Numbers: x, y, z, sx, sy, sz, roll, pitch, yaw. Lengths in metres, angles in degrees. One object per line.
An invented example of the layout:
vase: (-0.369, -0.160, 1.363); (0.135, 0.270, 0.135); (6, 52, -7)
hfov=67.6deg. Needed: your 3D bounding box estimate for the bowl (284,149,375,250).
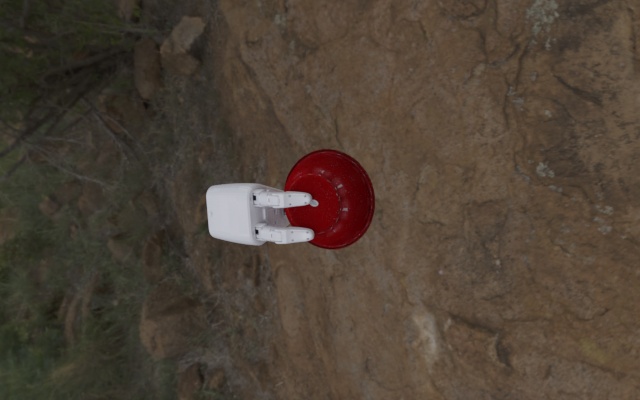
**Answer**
bowl: (0.001, 0.002, 0.737); (0.162, 0.162, 0.055); (0, 8, 26)
